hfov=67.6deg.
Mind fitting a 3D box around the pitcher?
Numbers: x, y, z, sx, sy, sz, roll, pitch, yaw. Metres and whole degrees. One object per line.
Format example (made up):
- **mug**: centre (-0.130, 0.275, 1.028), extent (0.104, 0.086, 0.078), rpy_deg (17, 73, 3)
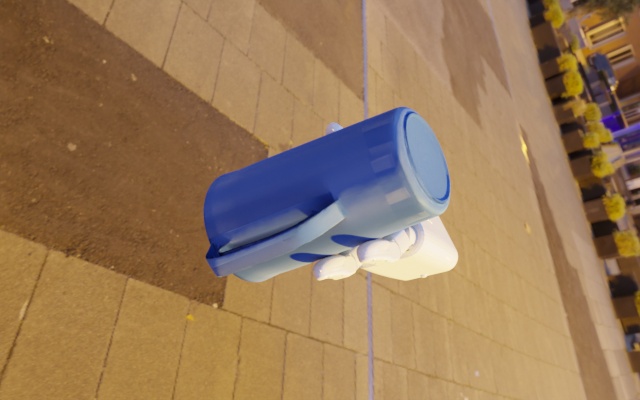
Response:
- **pitcher**: centre (0.000, 0.002, 0.494), extent (0.243, 0.149, 0.145), rpy_deg (-21, -31, 32)
